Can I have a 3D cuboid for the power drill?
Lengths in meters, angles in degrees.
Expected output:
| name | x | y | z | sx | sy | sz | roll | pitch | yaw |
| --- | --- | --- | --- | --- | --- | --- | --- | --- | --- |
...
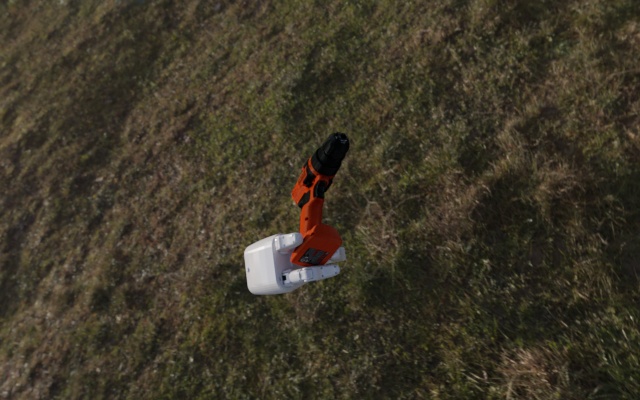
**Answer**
| name | x | y | z | sx | sy | sz | roll | pitch | yaw |
| --- | --- | --- | --- | --- | --- | --- | --- | --- | --- |
| power drill | 0.000 | 0.003 | 0.787 | 0.057 | 0.187 | 0.184 | 15 | -39 | -16 |
